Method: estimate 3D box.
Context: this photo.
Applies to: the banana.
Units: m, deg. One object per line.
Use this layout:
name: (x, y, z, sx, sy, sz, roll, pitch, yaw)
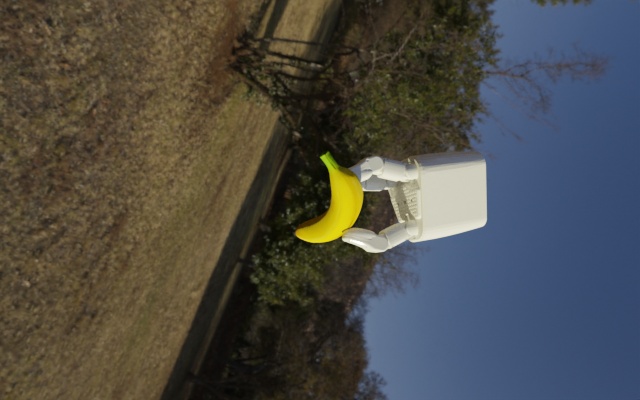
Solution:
banana: (0.014, 0.013, 0.614, 0.037, 0.069, 0.198, -36, -18, -31)
